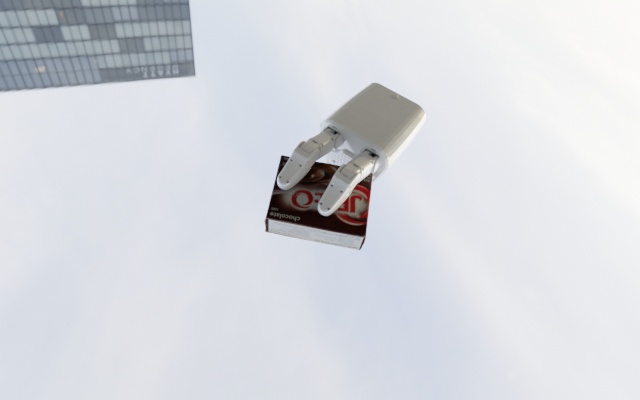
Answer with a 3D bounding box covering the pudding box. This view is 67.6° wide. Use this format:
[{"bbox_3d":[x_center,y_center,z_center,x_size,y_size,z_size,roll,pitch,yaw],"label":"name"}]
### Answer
[{"bbox_3d":[0.000,0.002,0.546,0.113,0.090,0.039,9,-35,1],"label":"pudding box"}]
